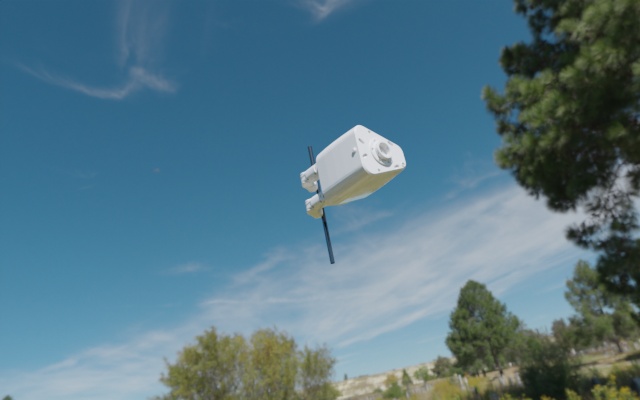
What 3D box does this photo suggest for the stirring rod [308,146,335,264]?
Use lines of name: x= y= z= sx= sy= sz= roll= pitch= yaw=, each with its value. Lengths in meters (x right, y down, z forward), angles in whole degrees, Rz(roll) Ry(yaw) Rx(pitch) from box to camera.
stirring rod: x=0.000 y=0.003 z=0.895 sx=0.011 sy=0.239 sz=0.011 roll=-10 pitch=-23 yaw=-4
